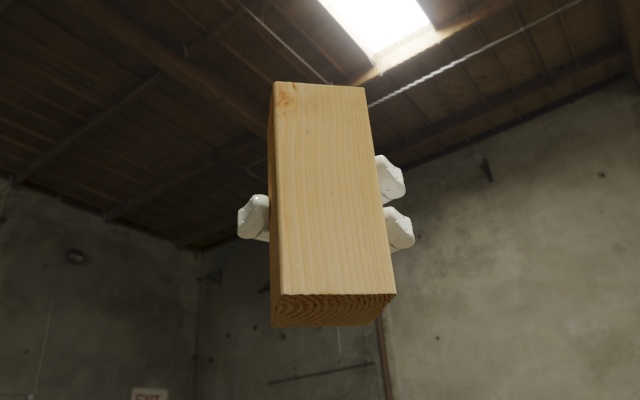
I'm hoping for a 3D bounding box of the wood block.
[{"bbox_3d":[0.000,0.002,0.436,0.091,0.206,0.090,1,-30,-11],"label":"wood block"}]
